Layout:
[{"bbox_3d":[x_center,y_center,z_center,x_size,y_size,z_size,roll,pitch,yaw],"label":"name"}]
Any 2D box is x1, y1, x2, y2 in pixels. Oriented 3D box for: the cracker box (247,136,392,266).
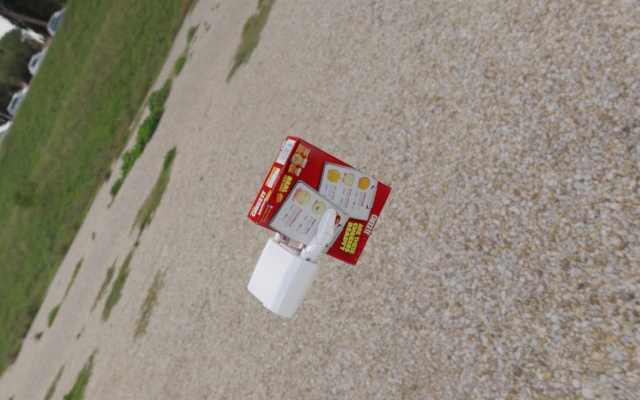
[{"bbox_3d":[0.000,0.003,0.864,0.214,0.164,0.072,26,0,-27],"label":"cracker box"}]
